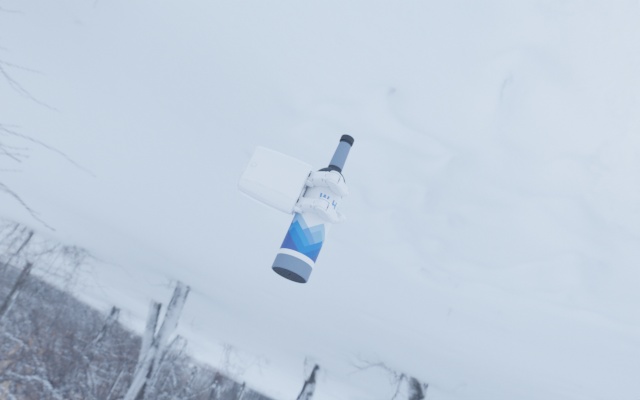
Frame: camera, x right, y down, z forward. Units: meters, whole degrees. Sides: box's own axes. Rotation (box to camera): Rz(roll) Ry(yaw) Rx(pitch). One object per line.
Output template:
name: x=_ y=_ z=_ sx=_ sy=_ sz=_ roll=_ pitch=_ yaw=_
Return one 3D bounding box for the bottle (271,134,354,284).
bottle: x=0.000 y=0.003 z=0.867 sx=0.069 sy=0.295 sz=0.069 roll=19 pitch=-24 yaw=9
